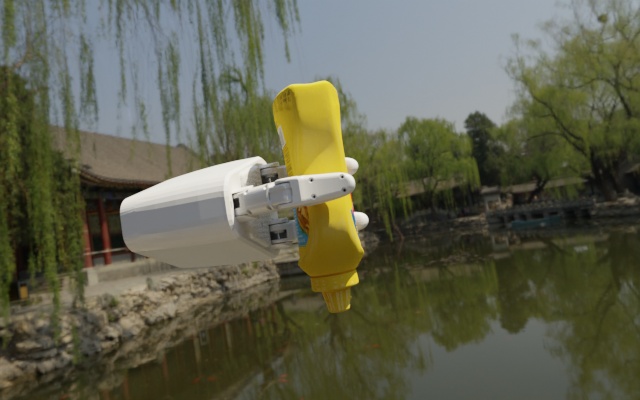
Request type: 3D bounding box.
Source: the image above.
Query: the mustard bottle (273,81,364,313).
[{"bbox_3d":[0.000,0.001,0.419,0.058,0.191,0.096,-8,-4,-10],"label":"mustard bottle"}]
